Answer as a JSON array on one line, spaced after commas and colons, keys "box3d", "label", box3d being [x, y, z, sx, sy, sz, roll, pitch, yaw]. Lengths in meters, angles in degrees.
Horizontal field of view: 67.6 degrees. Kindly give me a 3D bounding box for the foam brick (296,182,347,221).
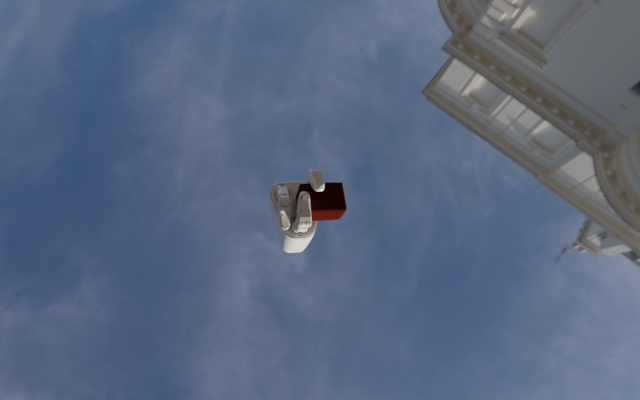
[{"box3d": [0.000, 0.003, 0.836, 0.078, 0.053, 0.051, -2, -23, -11], "label": "foam brick"}]
